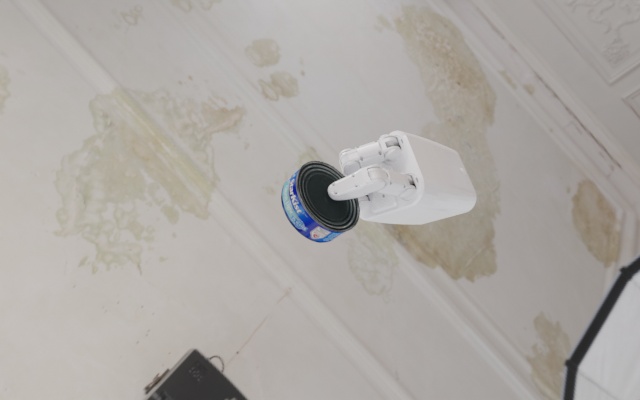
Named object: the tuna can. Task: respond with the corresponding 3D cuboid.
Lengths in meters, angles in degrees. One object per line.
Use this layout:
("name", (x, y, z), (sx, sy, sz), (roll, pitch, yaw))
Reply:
("tuna can", (0.000, 0.002, 0.519), (0.086, 0.086, 0.034), (0, -28, -43))
